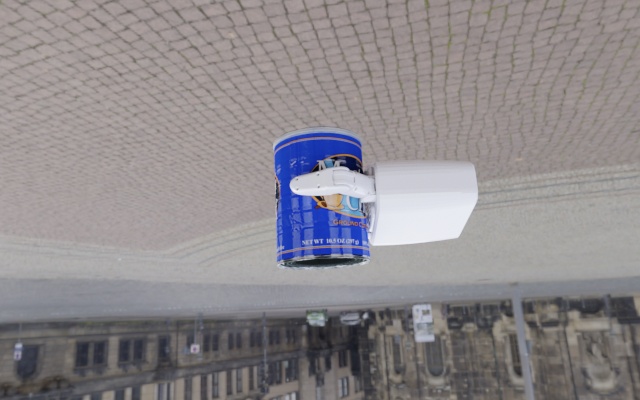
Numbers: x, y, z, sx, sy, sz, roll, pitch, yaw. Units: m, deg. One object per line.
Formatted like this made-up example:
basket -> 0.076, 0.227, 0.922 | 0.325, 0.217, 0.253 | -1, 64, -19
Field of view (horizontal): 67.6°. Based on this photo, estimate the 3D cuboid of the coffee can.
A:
coffee can -> 0.000, 0.002, 0.535 | 0.103, 0.140, 0.103 | -3, -14, -1
